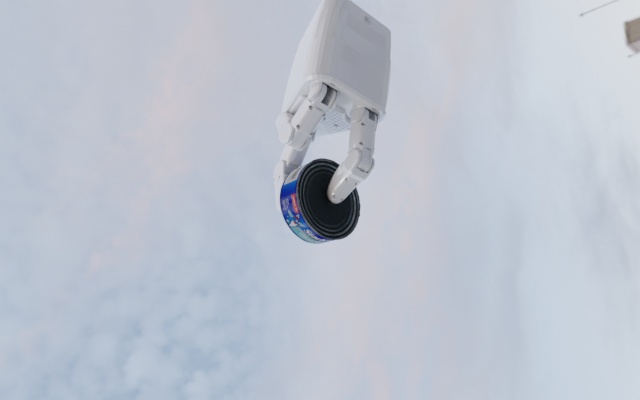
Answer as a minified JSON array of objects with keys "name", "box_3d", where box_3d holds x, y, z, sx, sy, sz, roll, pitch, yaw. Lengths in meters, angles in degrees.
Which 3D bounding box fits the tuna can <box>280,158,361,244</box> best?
[{"name":"tuna can","box_3d":[0.000,0.002,0.499,0.086,0.086,0.034,0,-13,-42]}]
